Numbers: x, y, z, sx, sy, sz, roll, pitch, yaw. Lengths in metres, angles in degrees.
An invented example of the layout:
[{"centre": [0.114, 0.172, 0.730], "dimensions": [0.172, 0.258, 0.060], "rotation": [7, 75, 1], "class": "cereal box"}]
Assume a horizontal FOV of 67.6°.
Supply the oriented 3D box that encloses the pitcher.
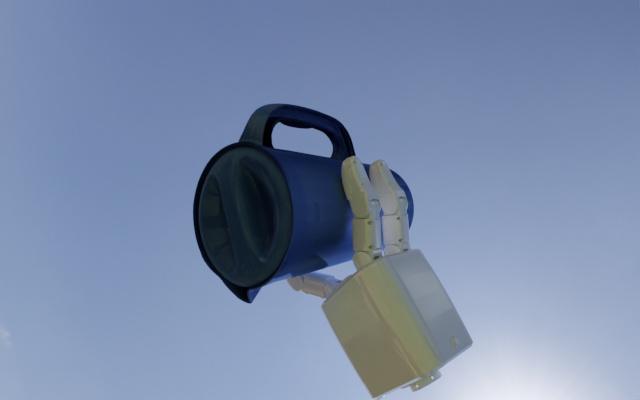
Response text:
[{"centre": [0.000, 0.002, 0.512], "dimensions": [0.243, 0.145, 0.149], "rotation": [-2, -35, -51], "class": "pitcher"}]
